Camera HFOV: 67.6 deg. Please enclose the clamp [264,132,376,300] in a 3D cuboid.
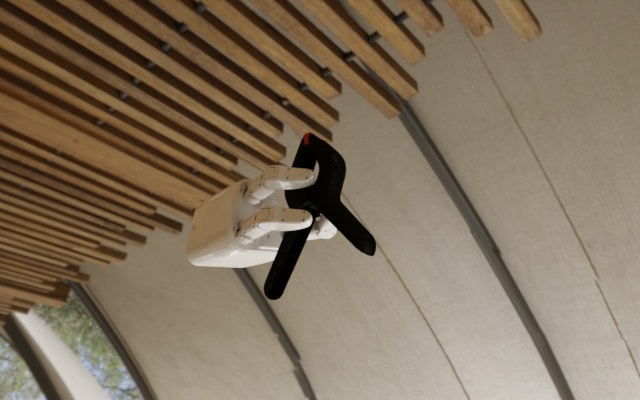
[{"bbox_3d":[0.001,0.002,0.562,0.036,0.209,0.164,28,-37,-36],"label":"clamp"}]
